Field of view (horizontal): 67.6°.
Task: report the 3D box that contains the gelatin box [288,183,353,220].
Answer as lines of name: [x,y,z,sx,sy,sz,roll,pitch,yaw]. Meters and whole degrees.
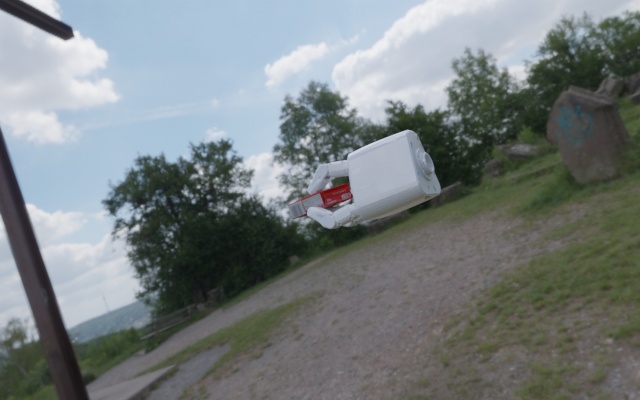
gelatin box: [0.000,0.002,0.821,0.089,0.030,0.073,-22,-4,43]
